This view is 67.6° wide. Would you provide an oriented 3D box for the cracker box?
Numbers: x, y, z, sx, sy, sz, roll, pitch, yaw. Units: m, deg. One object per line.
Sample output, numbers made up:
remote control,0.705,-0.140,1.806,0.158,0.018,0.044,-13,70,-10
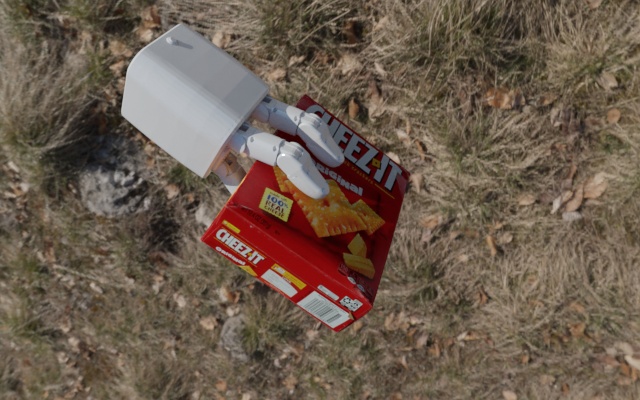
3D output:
cracker box,0.000,0.002,0.507,0.164,0.213,0.072,36,-47,-10
